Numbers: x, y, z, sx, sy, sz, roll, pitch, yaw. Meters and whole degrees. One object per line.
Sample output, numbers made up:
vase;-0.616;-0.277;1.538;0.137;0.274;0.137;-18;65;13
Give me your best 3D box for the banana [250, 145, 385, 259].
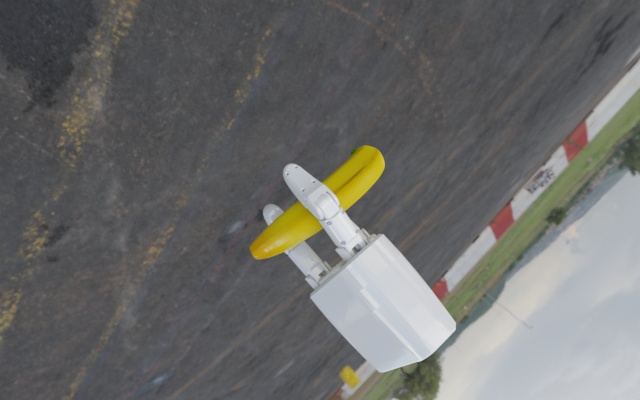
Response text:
banana;0.012;-0.006;0.474;0.197;0.037;0.070;-42;8;-39
